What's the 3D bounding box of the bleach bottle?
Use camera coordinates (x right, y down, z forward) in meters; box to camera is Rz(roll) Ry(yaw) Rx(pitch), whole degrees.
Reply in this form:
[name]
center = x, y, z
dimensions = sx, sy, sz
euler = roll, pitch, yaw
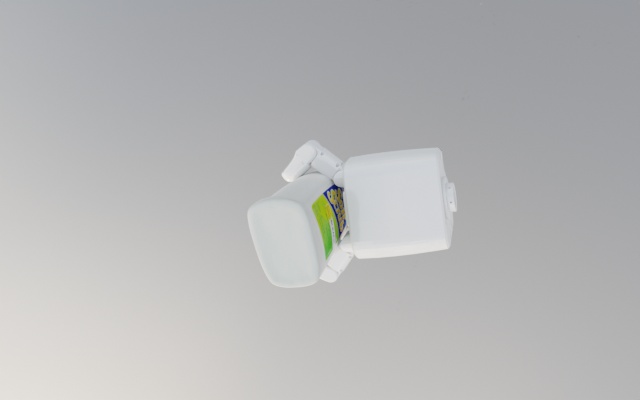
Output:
[bleach bottle]
center = 0.000, 0.002, 0.583
dimensions = 0.068, 0.102, 0.250
euler = -6, 19, 21
